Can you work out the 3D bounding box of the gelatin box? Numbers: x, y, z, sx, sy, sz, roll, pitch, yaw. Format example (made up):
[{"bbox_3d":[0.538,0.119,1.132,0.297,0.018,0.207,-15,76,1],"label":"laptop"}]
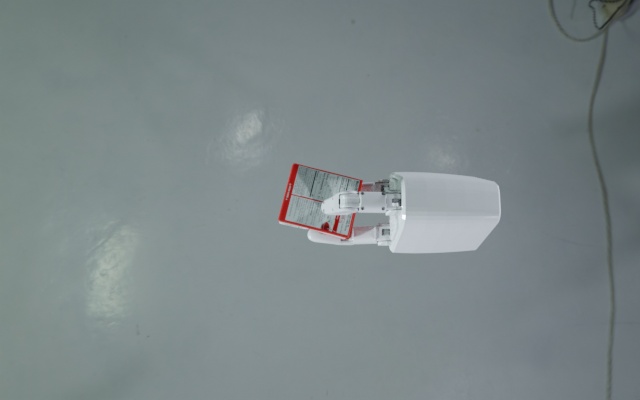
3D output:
[{"bbox_3d":[0.000,0.002,0.576,0.089,0.073,0.030,14,-10,-2],"label":"gelatin box"}]
